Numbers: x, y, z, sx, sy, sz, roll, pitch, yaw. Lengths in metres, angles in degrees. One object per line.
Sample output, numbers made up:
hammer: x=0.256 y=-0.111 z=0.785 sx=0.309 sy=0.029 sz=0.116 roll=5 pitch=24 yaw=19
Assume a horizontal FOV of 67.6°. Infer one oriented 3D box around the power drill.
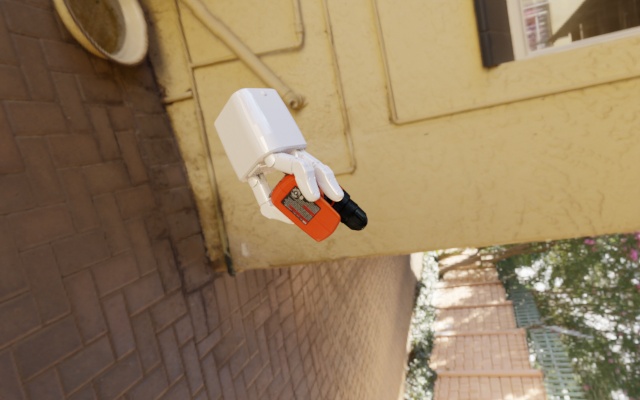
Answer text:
power drill: x=0.000 y=0.002 z=0.765 sx=0.184 sy=0.057 sz=0.187 roll=40 pitch=13 yaw=-3
